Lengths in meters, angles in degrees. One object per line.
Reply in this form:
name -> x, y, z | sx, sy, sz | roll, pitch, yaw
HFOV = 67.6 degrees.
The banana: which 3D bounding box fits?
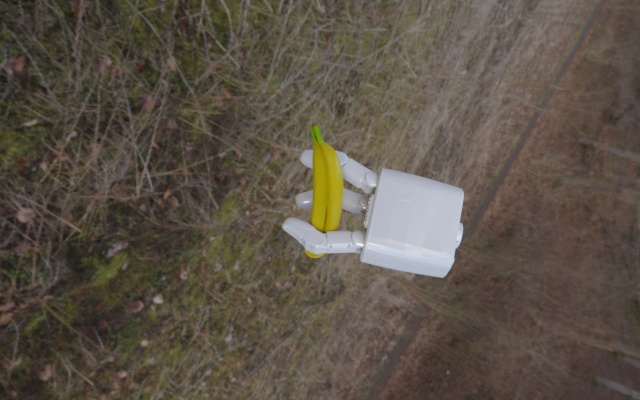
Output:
banana -> 0.003, 0.010, 0.595 | 0.037, 0.198, 0.069 | -2, 35, -10
